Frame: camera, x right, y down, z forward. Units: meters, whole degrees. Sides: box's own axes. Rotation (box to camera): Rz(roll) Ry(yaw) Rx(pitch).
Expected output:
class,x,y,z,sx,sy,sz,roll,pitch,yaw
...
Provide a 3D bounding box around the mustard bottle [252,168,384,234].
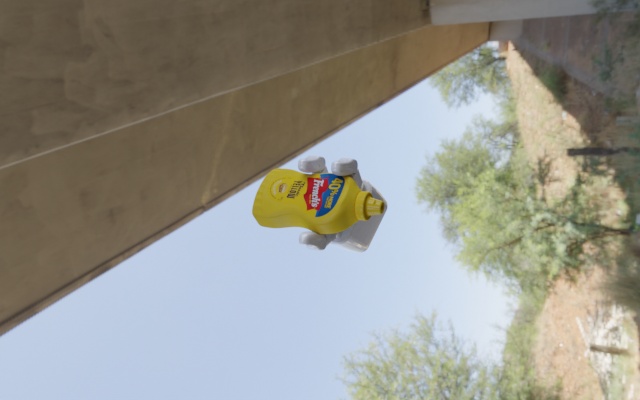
class,x,y,z,sx,sy,sz,roll,pitch,yaw
mustard bottle,0.000,0.002,0.697,0.191,0.096,0.058,6,-37,26
